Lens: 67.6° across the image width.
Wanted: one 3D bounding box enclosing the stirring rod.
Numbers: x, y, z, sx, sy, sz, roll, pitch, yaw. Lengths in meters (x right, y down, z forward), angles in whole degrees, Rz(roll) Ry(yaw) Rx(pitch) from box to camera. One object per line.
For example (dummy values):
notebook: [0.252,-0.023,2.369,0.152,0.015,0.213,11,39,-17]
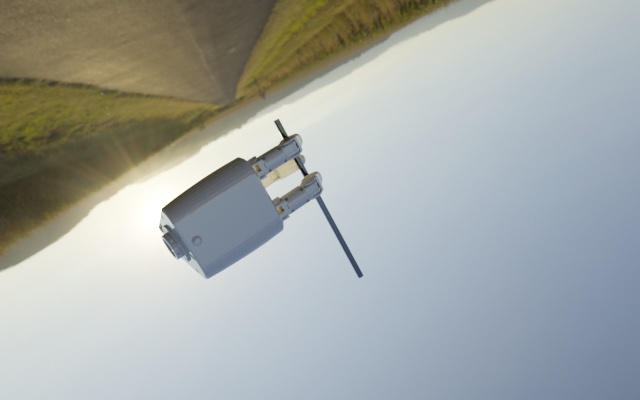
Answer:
stirring rod: [0.000,0.002,0.625,0.011,0.239,0.011,-26,15,8]
